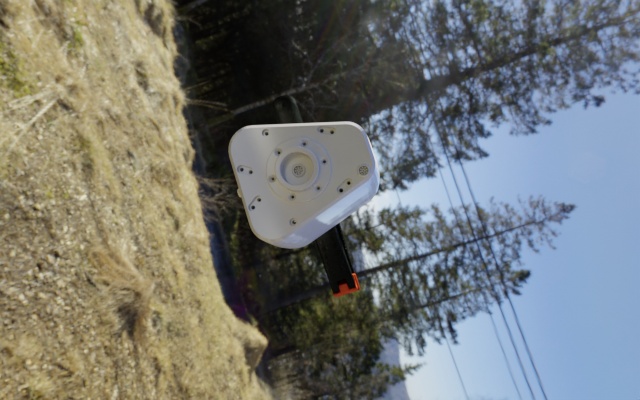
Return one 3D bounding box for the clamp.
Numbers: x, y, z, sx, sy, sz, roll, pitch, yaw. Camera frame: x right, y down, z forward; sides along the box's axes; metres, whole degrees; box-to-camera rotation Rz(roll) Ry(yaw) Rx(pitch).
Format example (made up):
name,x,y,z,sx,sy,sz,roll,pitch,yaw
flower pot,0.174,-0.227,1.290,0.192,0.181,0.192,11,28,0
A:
name,x,y,z,sx,sy,sz,roll,pitch,yaw
clamp,0.001,0.002,0.539,0.036,0.210,0.164,-18,-7,5
